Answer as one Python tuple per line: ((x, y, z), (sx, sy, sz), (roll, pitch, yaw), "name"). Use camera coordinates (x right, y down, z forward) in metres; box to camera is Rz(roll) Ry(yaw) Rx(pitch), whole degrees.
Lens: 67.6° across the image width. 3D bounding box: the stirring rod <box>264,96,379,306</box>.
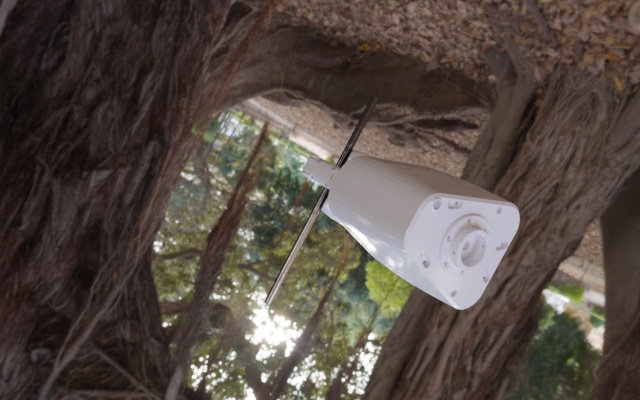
((0.000, 0.002, 0.494), (0.011, 0.239, 0.011), (28, 3, -2), "stirring rod")
